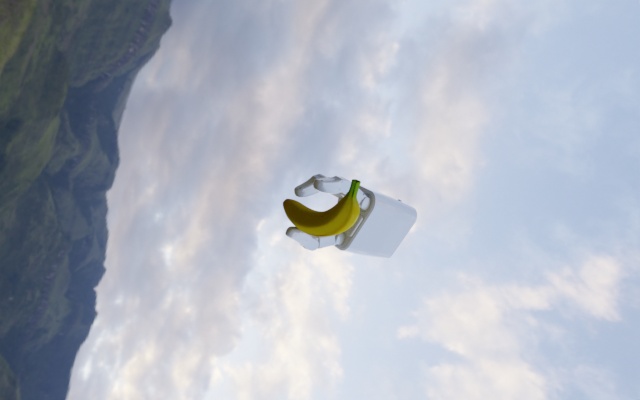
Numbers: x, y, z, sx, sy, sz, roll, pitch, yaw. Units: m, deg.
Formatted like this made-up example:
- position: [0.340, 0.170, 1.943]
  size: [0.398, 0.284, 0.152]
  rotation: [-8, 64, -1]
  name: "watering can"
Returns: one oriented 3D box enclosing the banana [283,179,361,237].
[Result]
- position: [0.000, 0.020, 0.701]
  size: [0.037, 0.069, 0.198]
  rotation: [13, -15, -33]
  name: "banana"
